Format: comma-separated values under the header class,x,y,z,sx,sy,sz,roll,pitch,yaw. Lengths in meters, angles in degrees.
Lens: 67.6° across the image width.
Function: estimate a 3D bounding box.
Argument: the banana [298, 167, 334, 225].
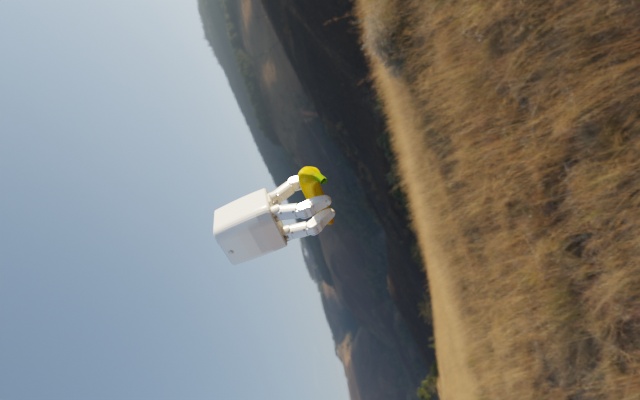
class,x,y,z,sx,sy,sz,roll,pitch,yaw
banana,-0.009,-0.013,0.867,0.037,0.069,0.198,-30,-23,-6
